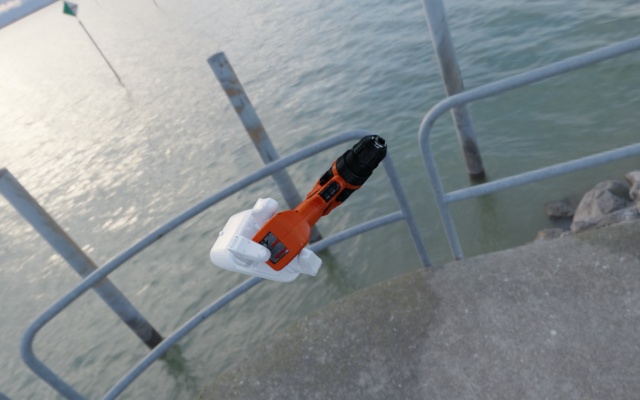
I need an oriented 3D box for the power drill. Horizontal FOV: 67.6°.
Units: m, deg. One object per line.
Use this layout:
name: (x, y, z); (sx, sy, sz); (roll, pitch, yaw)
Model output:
power drill: (0.000, 0.002, 0.643); (0.187, 0.057, 0.184); (-43, -4, -42)
